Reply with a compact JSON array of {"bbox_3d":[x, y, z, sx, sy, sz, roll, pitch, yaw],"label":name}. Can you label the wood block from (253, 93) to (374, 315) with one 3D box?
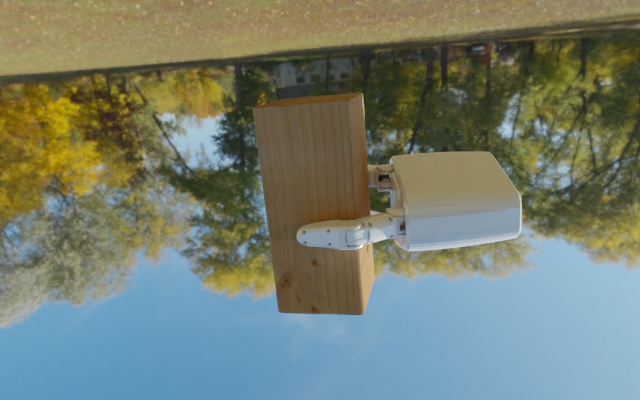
[{"bbox_3d":[0.000,0.002,0.484,0.090,0.206,0.090,-1,16,14],"label":"wood block"}]
